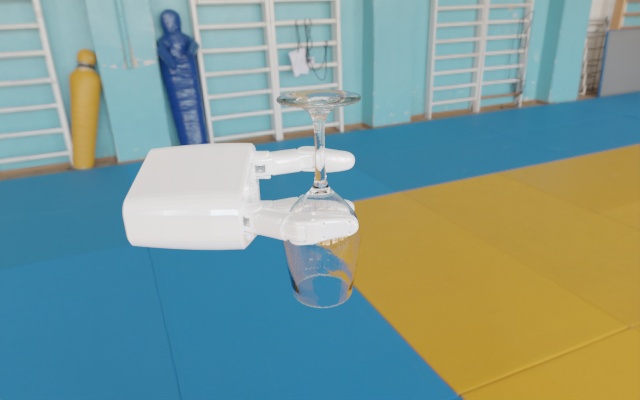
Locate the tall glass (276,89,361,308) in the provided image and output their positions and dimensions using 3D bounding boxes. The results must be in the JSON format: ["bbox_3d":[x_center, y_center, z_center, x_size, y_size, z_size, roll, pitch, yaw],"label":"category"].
[{"bbox_3d":[0.000,0.001,0.455,0.079,0.201,0.079,-1,23,1],"label":"tall glass"}]
